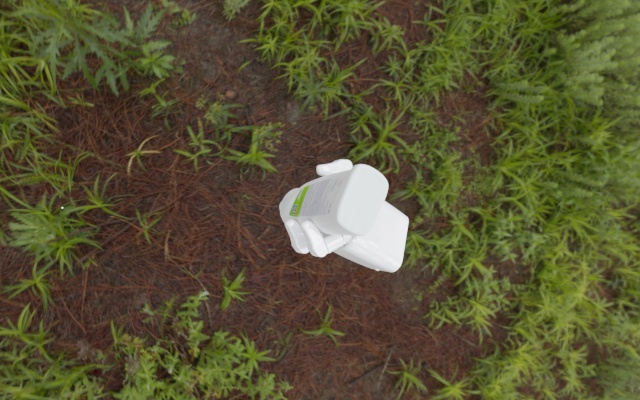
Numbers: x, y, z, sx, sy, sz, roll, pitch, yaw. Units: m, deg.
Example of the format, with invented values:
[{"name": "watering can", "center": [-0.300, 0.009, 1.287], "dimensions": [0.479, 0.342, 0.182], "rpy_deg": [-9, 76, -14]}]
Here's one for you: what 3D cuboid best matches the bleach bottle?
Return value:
[{"name": "bleach bottle", "center": [0.000, 0.003, 0.773], "dimensions": [0.068, 0.102, 0.251], "rpy_deg": [30, -15, -25]}]
